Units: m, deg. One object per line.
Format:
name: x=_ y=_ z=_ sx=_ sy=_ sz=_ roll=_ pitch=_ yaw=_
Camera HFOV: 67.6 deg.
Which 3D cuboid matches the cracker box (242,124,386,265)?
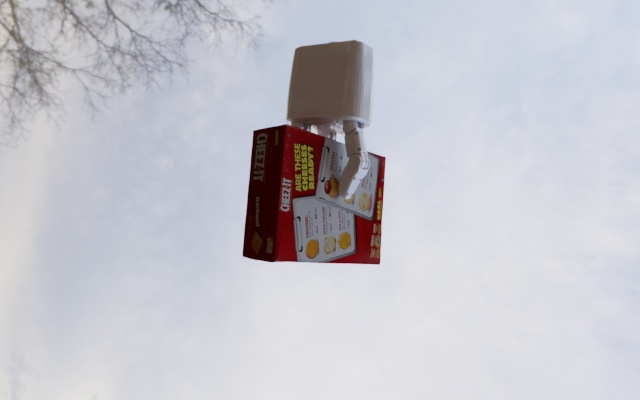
cracker box: x=0.000 y=0.002 z=0.650 sx=0.072 sy=0.164 sz=0.214 roll=-1 pitch=-7 yaw=42
